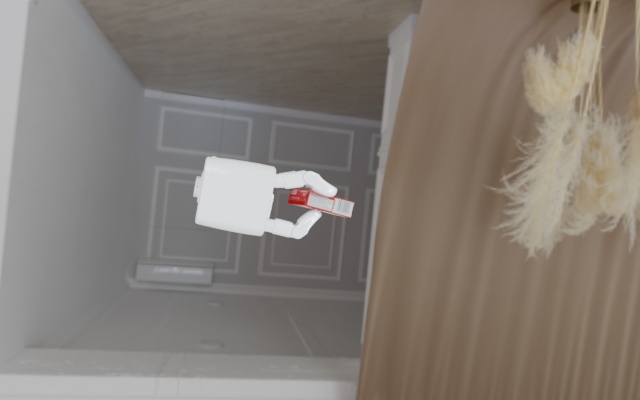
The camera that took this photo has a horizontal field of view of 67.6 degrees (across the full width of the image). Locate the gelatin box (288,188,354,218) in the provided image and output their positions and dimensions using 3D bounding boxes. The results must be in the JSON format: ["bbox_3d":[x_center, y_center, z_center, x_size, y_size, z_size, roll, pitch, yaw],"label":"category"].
[{"bbox_3d":[0.000,0.003,0.798,0.089,0.030,0.073,15,-3,-26],"label":"gelatin box"}]
